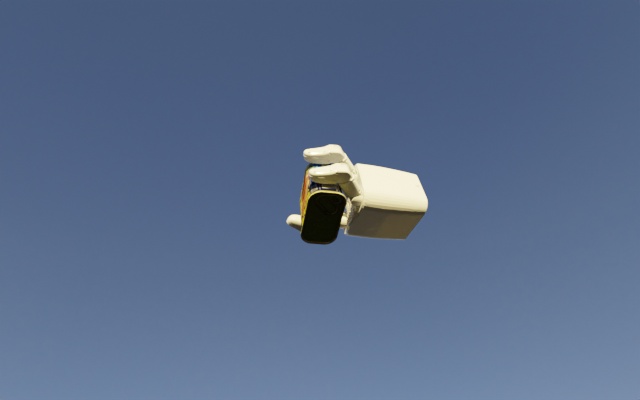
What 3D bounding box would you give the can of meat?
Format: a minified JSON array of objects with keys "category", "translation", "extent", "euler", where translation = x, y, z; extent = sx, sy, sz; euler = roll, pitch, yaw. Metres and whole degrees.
[{"category":"can of meat","translation":[0.000,0.002,0.739],"extent":[0.057,0.102,0.084],"euler":[5,38,-10]}]
